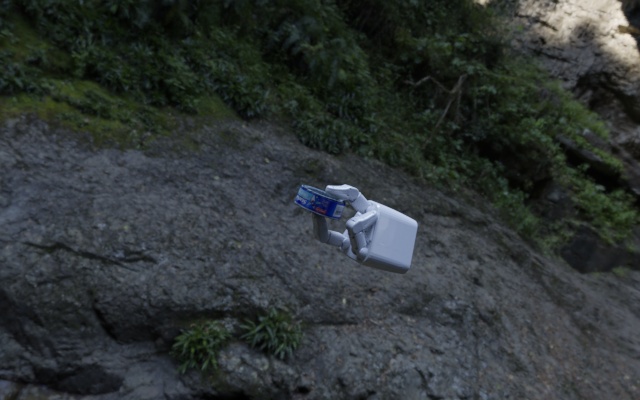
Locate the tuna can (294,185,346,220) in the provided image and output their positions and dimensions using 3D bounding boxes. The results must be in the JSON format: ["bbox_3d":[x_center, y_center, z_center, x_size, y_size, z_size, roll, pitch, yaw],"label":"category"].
[{"bbox_3d":[0.000,0.002,0.833,0.086,0.034,0.086,21,7,-3],"label":"tuna can"}]
